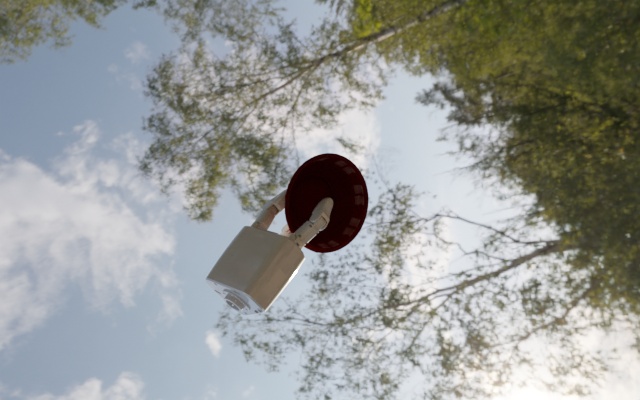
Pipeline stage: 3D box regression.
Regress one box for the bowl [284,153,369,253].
[{"bbox_3d":[0.001,0.002,0.786,0.162,0.162,0.055,0,5,-33],"label":"bowl"}]
